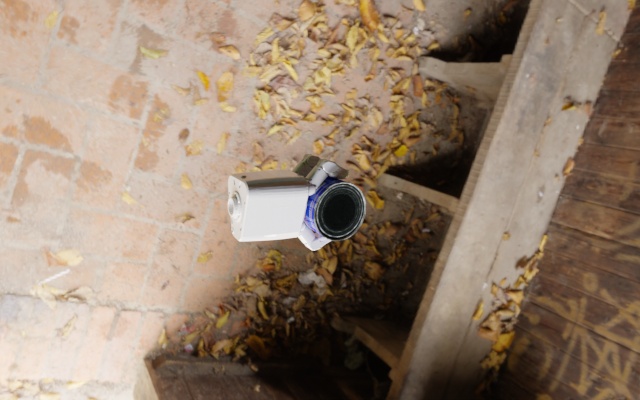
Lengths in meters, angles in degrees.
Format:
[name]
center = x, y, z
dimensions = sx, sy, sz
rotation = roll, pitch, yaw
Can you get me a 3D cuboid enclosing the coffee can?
[coffee can]
center = 0.000, 0.003, 0.853
dimensions = 0.103, 0.103, 0.140
rotation = 0, 14, -30
